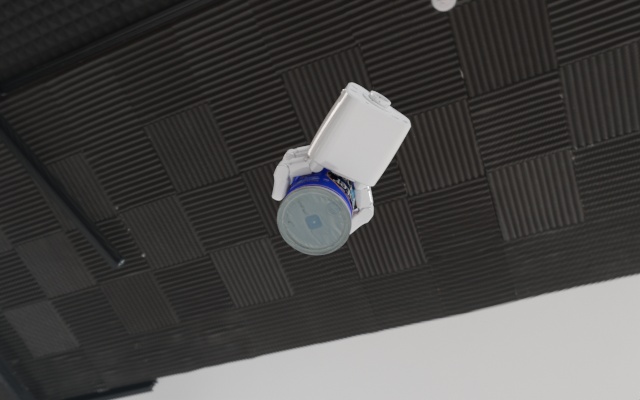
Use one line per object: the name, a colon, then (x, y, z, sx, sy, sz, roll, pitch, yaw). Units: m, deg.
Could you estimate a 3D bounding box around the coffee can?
coffee can: (0.000, 0.003, 0.709, 0.103, 0.103, 0.140, 0, 23, 8)
